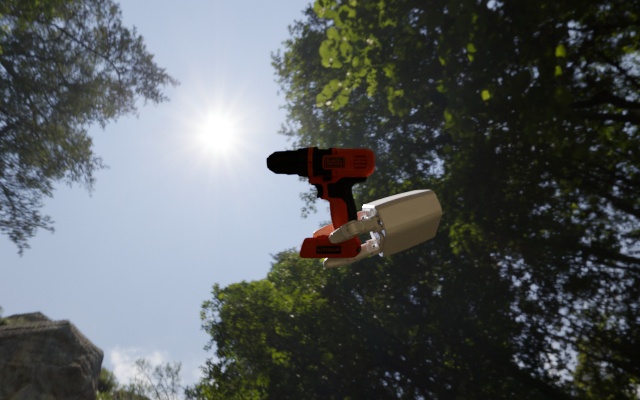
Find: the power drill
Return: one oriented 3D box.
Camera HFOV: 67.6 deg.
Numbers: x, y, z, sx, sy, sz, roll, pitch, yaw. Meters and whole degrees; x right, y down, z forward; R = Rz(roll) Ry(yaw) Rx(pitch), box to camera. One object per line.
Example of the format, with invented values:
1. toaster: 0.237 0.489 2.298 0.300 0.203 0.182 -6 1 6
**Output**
1. power drill: 0.000 0.003 0.811 0.184 0.187 0.057 0 6 7
